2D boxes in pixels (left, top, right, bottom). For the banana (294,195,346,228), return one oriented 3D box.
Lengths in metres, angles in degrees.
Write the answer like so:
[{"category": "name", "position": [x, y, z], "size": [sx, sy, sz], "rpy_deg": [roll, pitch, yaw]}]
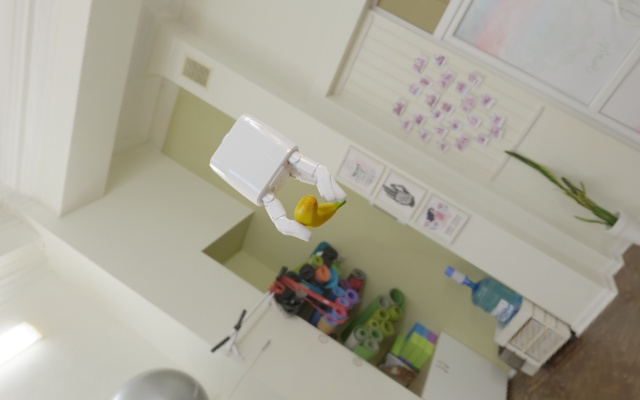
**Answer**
[{"category": "banana", "position": [-0.010, 0.017, 0.795], "size": [0.037, 0.069, 0.198], "rpy_deg": [40, 11, 12]}]
